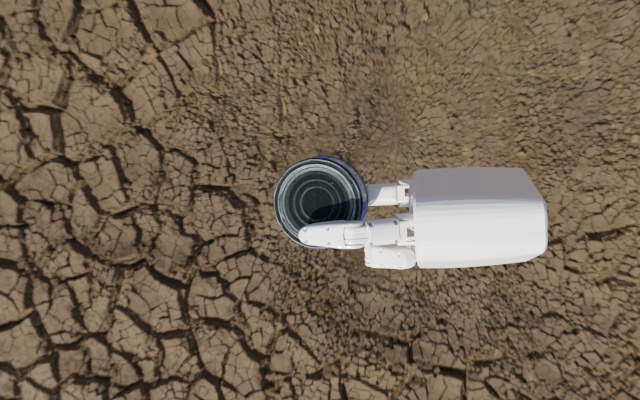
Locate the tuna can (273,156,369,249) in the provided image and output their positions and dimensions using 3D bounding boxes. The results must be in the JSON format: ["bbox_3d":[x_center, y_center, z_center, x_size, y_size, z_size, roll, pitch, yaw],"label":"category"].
[{"bbox_3d":[0.000,0.002,0.447,0.086,0.086,0.033,0,8,15],"label":"tuna can"}]
